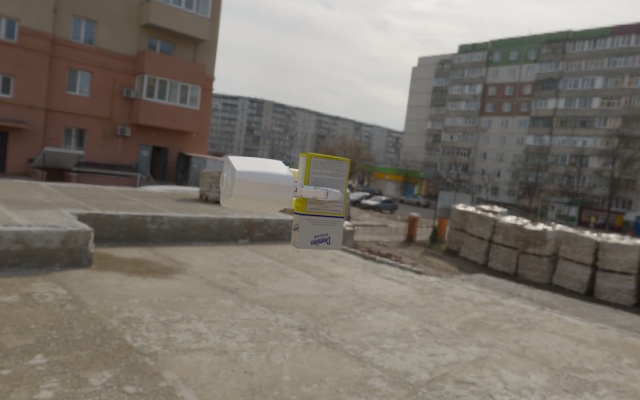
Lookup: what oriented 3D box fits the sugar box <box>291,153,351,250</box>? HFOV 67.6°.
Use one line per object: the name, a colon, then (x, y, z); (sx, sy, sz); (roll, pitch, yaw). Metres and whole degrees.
sugar box: (0.000, 0.003, 0.900); (0.093, 0.176, 0.048); (6, 4, -25)
